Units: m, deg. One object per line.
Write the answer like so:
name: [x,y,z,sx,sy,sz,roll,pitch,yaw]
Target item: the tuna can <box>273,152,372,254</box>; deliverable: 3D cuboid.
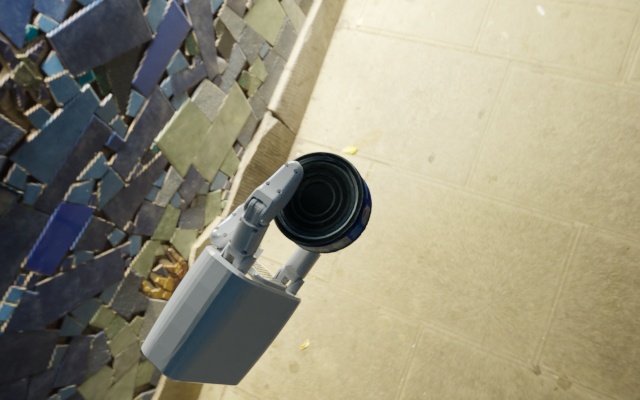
tuna can: [0.000,0.001,0.416,0.086,0.086,0.034,0,-16,16]
